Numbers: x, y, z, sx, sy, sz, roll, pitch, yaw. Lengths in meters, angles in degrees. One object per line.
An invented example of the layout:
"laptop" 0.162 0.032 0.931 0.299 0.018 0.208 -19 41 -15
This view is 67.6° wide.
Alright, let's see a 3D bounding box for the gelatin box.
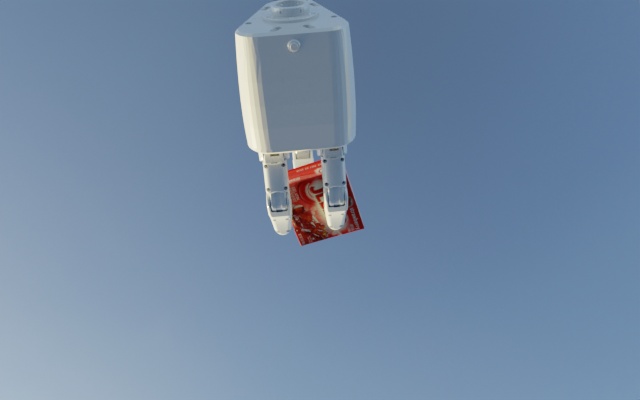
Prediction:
"gelatin box" 0.000 0.002 0.504 0.073 0.089 0.030 -16 40 6
